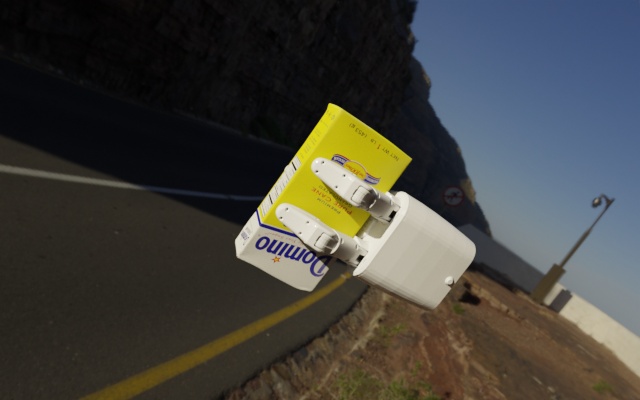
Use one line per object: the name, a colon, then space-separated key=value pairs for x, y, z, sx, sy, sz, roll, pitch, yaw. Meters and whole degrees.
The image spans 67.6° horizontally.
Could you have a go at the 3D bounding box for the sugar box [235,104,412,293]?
sugar box: x=0.000 y=0.002 z=0.480 sx=0.093 sy=0.176 sz=0.048 roll=31 pitch=10 yaw=-22
